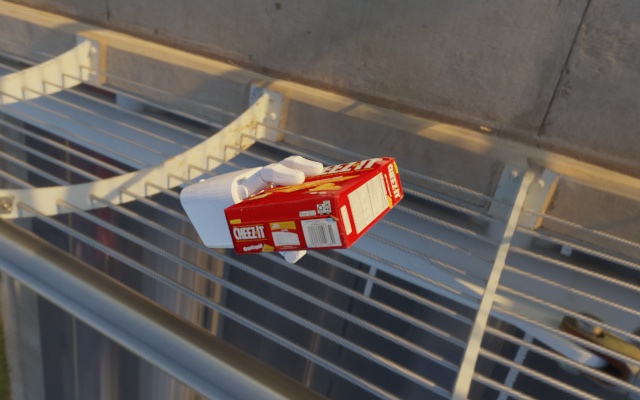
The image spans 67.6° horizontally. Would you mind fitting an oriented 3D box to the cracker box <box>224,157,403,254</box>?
[{"bbox_3d":[0.000,0.002,0.655,0.164,0.072,0.213,-7,13,29],"label":"cracker box"}]
